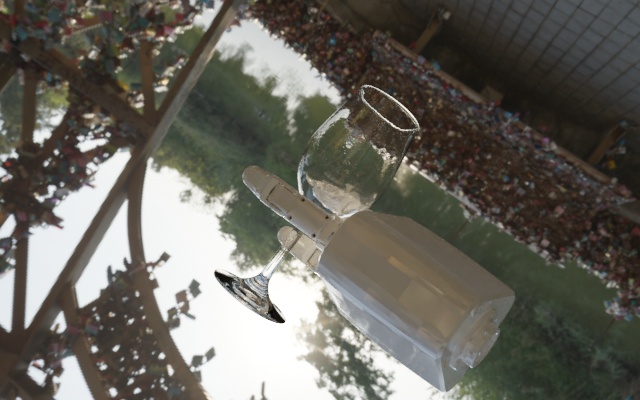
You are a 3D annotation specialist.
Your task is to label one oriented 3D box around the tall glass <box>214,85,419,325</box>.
[{"bbox_3d":[0.000,0.002,0.404,0.079,0.201,0.079,36,-2,1],"label":"tall glass"}]
